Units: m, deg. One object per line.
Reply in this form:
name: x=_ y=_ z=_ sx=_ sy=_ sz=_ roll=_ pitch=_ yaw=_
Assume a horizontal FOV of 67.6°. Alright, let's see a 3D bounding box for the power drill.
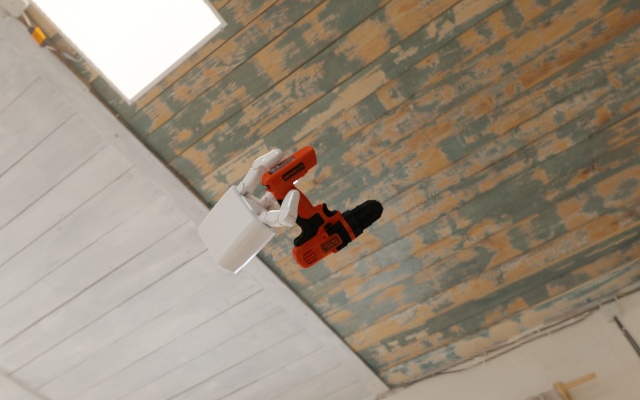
power drill: x=0.000 y=0.002 z=0.829 sx=0.184 sy=0.188 sz=0.057 roll=-34 pitch=17 yaw=-8
